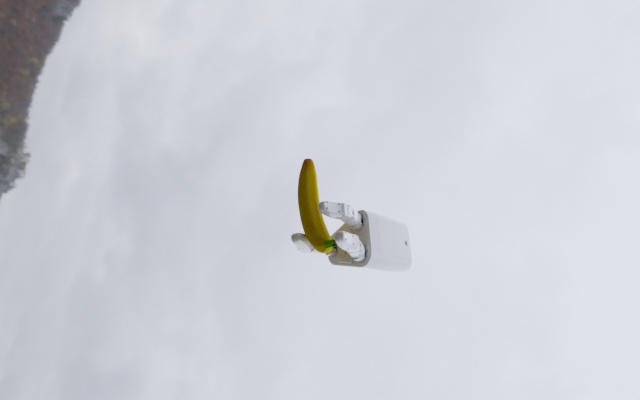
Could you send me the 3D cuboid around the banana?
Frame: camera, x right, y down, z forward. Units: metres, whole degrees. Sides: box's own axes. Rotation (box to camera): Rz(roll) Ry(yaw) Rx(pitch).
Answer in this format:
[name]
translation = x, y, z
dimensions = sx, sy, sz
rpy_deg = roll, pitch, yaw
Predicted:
[banana]
translation = -0.009, 0.017, 0.796
dimensions = 0.037, 0.197, 0.070
rpy_deg = 13, -49, -32
